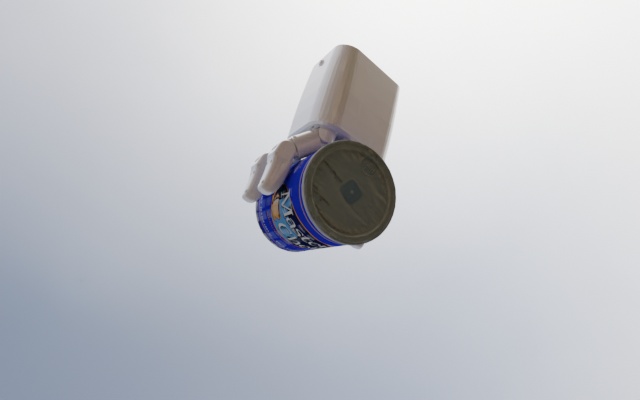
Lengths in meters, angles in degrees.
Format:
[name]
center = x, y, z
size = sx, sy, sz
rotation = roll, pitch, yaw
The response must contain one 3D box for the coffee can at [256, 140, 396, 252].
[coffee can]
center = 0.000, 0.002, 0.519
size = 0.103, 0.103, 0.140
rotation = 0, -8, -27
